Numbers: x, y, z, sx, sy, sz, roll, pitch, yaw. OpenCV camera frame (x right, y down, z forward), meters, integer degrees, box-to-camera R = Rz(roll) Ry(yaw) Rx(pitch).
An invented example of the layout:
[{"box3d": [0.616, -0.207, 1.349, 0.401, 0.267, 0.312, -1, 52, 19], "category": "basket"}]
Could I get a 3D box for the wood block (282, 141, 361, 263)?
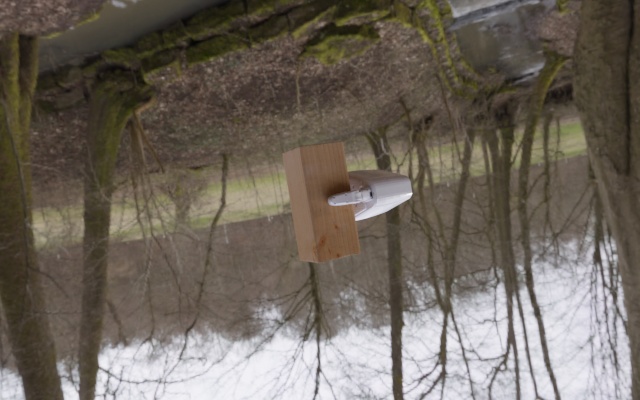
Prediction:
[{"box3d": [0.001, 0.003, 0.883, 0.090, 0.206, 0.091, -10, 1, -26], "category": "wood block"}]
